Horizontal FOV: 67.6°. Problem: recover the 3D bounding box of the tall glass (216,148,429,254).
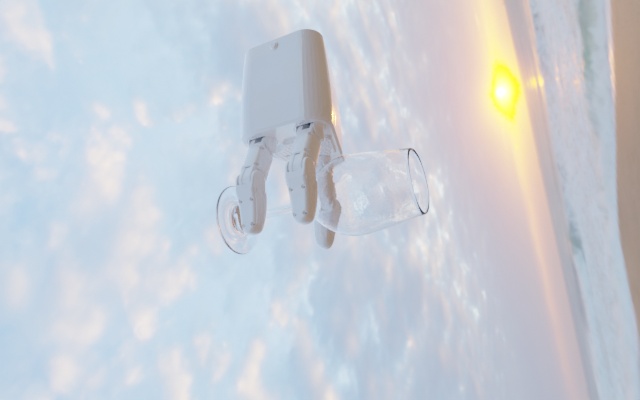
[{"bbox_3d":[-0.001,0.002,0.469,0.201,0.079,0.079,-12,-5,25],"label":"tall glass"}]
